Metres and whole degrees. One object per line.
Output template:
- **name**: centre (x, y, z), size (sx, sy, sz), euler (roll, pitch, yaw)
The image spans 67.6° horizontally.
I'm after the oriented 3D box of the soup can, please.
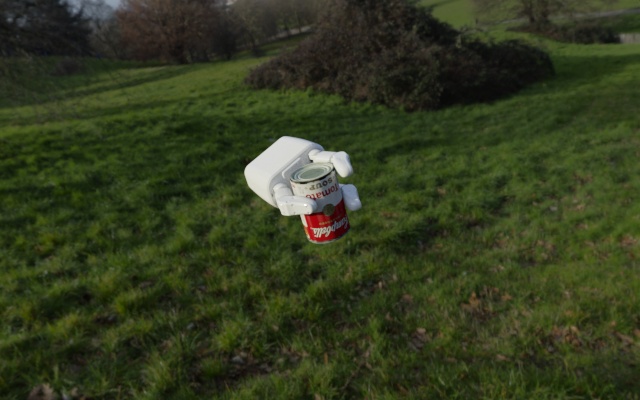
- **soup can**: centre (0.000, 0.002, 0.700), size (0.068, 0.102, 0.068), euler (-13, 25, 6)
